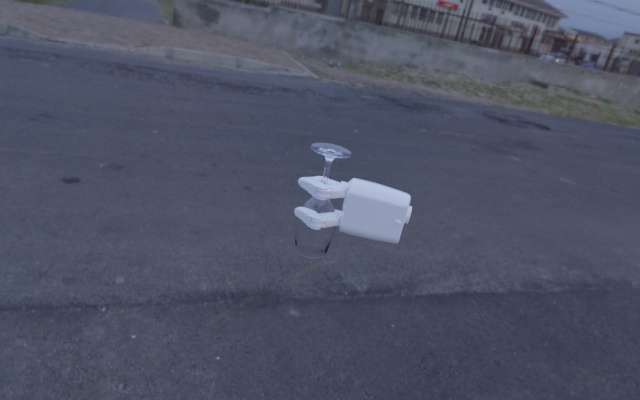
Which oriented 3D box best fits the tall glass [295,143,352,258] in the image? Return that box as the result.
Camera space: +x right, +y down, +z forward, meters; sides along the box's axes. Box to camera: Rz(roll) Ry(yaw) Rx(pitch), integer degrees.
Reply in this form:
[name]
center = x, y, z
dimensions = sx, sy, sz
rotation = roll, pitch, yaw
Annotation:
[tall glass]
center = 0.000, 0.002, 0.863
dimensions = 0.079, 0.201, 0.079
rotation = 10, 22, -4
